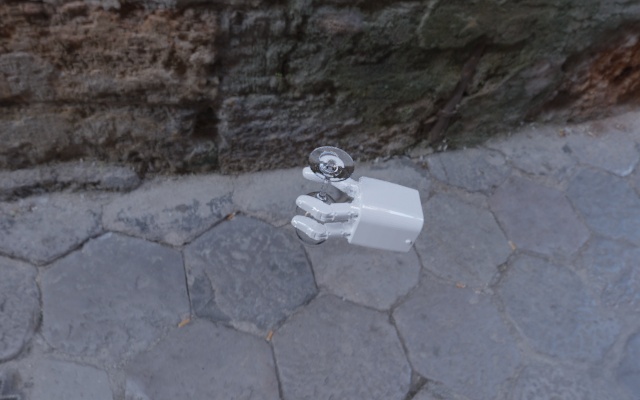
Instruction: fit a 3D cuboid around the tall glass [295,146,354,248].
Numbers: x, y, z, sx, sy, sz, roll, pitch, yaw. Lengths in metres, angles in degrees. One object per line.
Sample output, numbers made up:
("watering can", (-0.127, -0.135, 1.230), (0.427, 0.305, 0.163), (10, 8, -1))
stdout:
("tall glass", (0.000, 0.002, 0.826), (0.079, 0.079, 0.201), (0, -37, -13))
